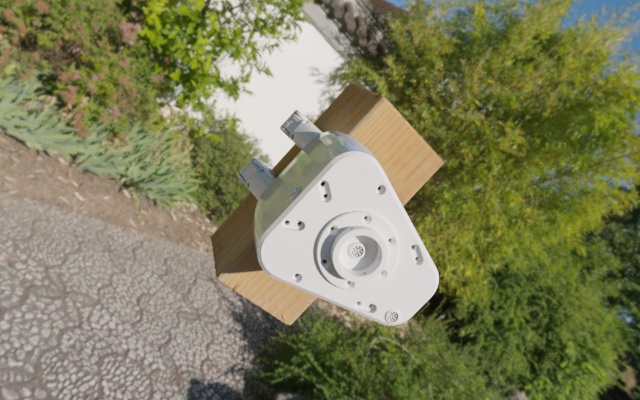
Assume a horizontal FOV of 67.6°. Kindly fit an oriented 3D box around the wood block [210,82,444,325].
[{"bbox_3d":[0.000,0.002,0.452,0.091,0.206,0.090,41,6,-26],"label":"wood block"}]
